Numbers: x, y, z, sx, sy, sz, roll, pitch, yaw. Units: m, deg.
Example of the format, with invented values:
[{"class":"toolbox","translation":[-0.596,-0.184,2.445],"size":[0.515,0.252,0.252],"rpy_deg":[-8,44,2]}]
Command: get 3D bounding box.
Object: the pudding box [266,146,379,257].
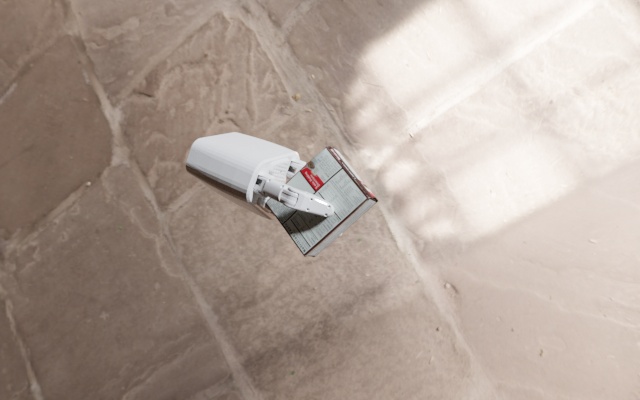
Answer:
[{"class":"pudding box","translation":[0.000,0.002,0.593],"size":[0.113,0.090,0.039],"rpy_deg":[-43,-18,16]}]
